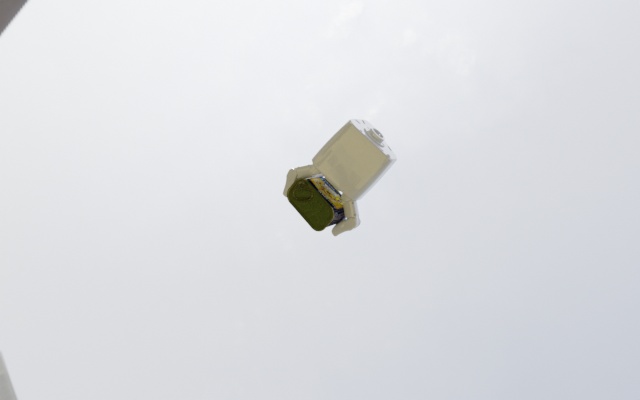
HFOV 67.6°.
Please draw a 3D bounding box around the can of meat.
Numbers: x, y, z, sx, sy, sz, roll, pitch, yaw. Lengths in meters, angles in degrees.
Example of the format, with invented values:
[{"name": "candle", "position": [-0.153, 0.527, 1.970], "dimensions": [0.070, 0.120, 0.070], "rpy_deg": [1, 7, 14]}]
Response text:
[{"name": "can of meat", "position": [0.000, 0.003, 0.892], "dimensions": [0.057, 0.102, 0.084], "rpy_deg": [-50, -17, 25]}]
